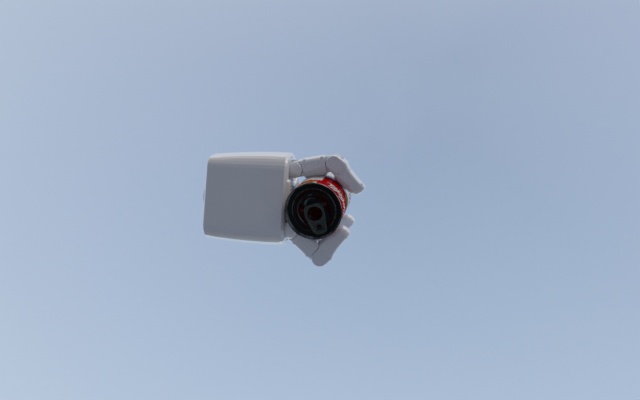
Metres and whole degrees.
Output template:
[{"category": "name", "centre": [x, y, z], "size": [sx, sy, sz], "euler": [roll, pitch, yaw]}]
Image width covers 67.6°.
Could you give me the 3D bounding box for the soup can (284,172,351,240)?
[{"category": "soup can", "centre": [0.001, 0.002, 0.597], "size": [0.068, 0.068, 0.102], "euler": [0, 13, 10]}]
